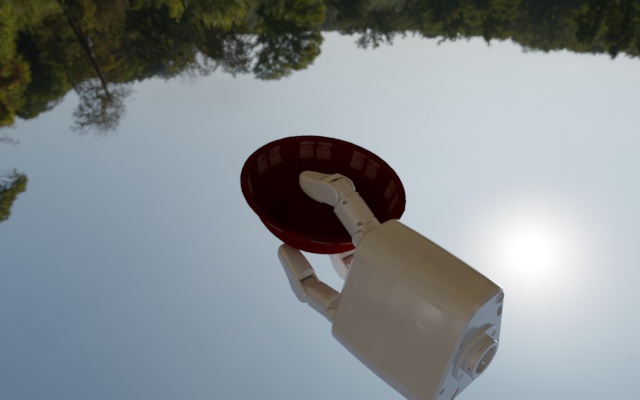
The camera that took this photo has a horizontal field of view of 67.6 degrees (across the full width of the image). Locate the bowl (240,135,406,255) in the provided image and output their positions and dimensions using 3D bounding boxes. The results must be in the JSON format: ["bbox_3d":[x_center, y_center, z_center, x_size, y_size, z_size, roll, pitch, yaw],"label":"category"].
[{"bbox_3d":[-0.001,0.001,0.478,0.162,0.055,0.162,7,41,-6],"label":"bowl"}]
